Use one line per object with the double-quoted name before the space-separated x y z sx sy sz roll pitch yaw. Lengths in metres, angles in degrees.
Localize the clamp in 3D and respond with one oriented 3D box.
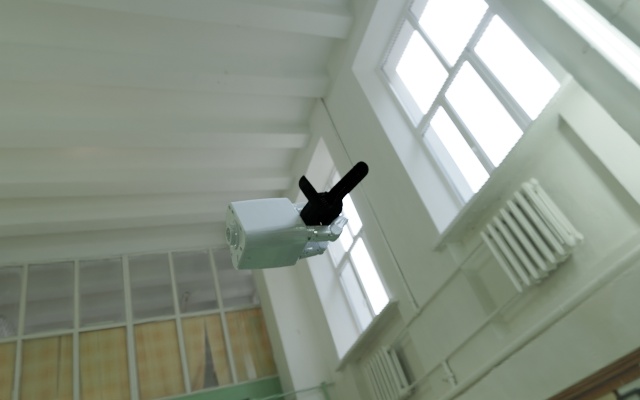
"clamp" 0.000 0.002 0.787 0.120 0.039 0.172 -4 -38 -28
